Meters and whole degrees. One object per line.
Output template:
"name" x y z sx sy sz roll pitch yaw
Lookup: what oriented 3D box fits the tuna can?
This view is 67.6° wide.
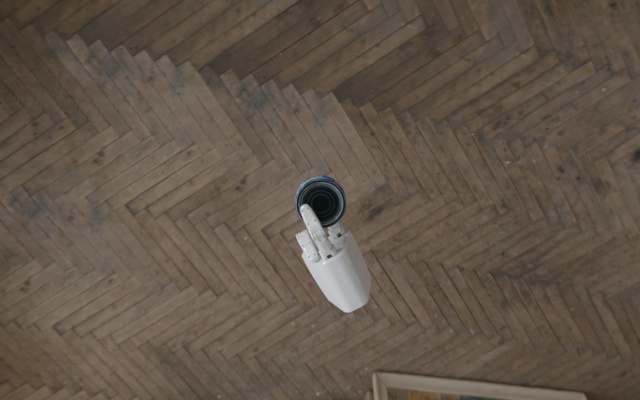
"tuna can" 0.000 0.003 0.794 0.086 0.086 0.033 0 12 -2
